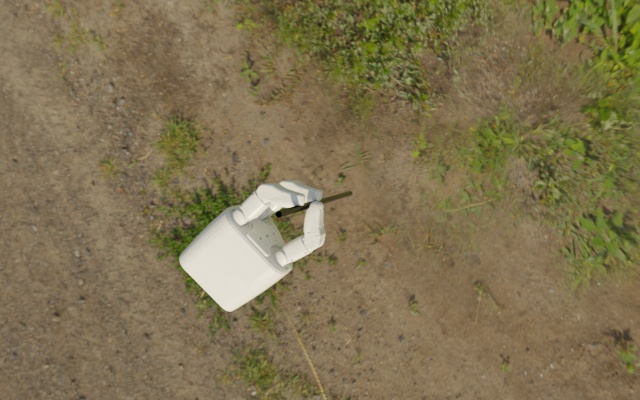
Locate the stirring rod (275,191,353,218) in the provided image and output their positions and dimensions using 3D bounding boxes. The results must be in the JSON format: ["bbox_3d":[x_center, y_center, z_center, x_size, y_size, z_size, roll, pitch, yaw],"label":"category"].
[{"bbox_3d":[0.000,0.002,0.633,0.011,0.011,0.239,0,6,23],"label":"stirring rod"}]
